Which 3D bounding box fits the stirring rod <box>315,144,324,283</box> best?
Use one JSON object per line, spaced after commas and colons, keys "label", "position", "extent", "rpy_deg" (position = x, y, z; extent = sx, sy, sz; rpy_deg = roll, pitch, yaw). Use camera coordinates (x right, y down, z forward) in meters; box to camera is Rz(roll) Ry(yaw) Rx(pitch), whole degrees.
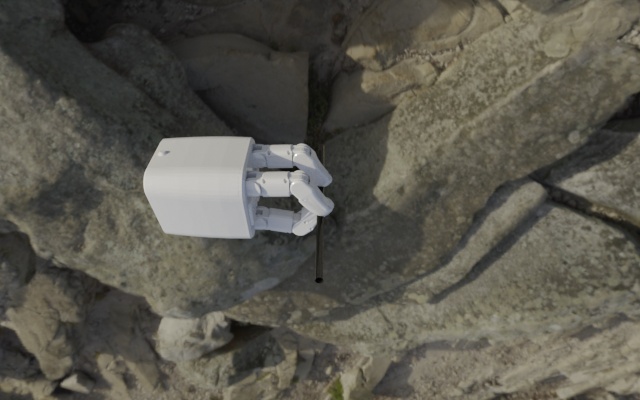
{"label": "stirring rod", "position": [0.000, 0.002, 0.547], "extent": [0.011, 0.011, 0.239], "rpy_deg": [0, 38, 1]}
